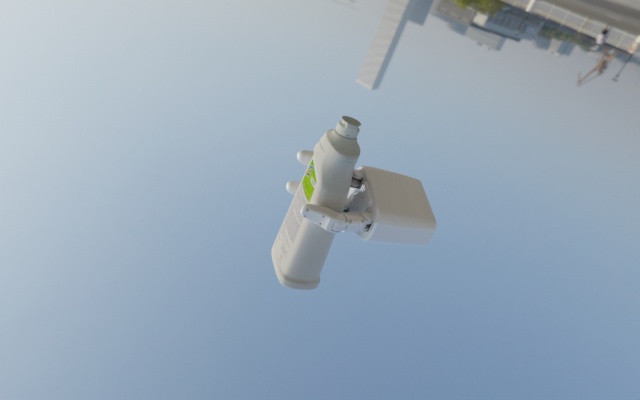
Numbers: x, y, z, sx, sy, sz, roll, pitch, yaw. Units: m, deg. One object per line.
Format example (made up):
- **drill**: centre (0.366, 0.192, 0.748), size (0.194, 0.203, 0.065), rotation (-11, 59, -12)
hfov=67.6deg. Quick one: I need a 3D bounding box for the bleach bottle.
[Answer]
- **bleach bottle**: centre (0.000, 0.002, 0.679), size (0.068, 0.251, 0.102), rotation (9, 31, -25)
